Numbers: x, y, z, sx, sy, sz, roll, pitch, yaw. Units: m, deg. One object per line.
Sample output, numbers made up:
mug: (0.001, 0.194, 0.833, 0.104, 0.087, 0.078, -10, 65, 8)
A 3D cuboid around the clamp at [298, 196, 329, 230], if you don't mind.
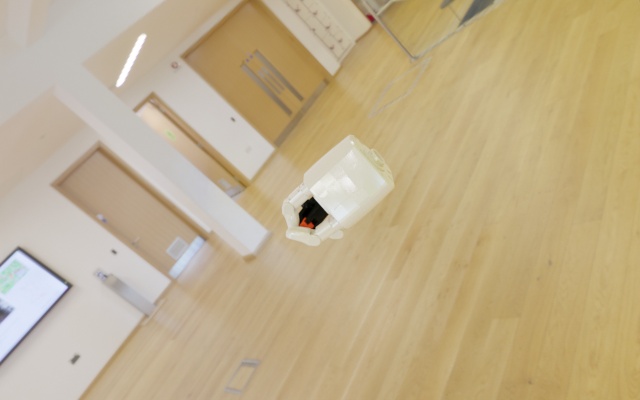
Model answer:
clamp: (0.000, 0.003, 0.883, 0.120, 0.039, 0.171, -42, 17, 20)
